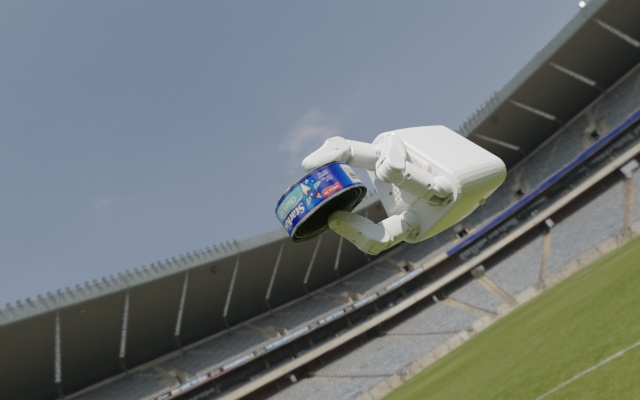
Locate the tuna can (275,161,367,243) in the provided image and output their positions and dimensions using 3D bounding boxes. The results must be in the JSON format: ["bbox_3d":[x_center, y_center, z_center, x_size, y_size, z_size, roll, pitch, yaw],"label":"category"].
[{"bbox_3d":[0.000,0.001,0.453,0.086,0.033,0.086,-33,-17,-11],"label":"tuna can"}]
